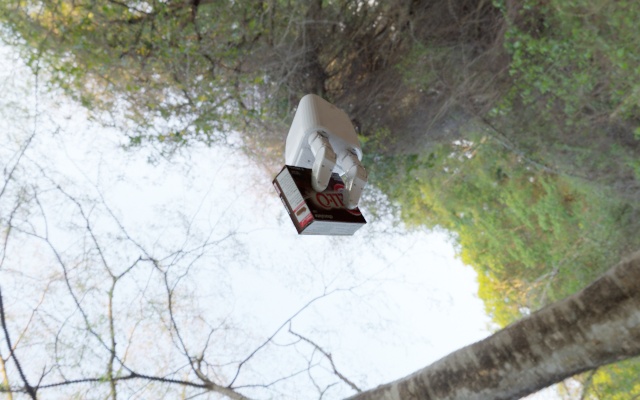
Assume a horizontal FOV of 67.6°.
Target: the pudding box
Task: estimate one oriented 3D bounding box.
[{"bbox_3d":[0.000,0.002,0.635,0.113,0.090,0.039,3,-41,-48],"label":"pudding box"}]
